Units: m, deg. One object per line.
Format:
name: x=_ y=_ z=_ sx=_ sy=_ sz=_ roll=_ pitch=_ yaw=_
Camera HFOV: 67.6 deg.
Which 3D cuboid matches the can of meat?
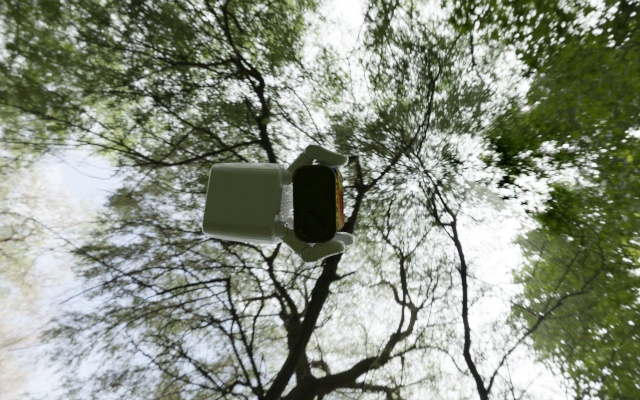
can of meat: x=0.000 y=0.002 z=0.650 sx=0.057 sy=0.102 sz=0.084 roll=-1 pitch=3 yaw=11
